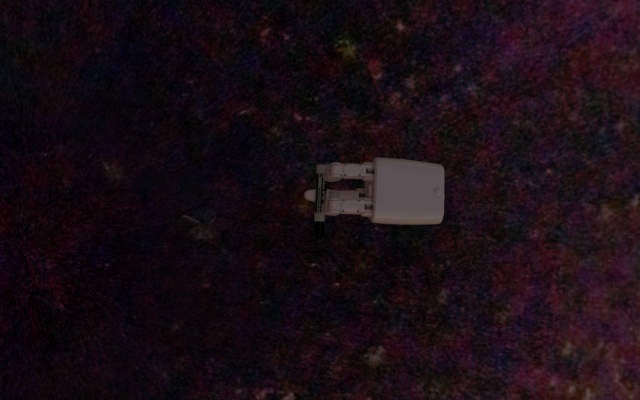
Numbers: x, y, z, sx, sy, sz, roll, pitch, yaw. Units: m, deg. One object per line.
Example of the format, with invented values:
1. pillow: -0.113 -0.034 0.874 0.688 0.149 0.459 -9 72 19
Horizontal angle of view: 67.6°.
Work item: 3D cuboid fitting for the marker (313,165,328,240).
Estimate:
1. marker: 0.000 0.003 0.773 0.020 0.121 0.020 3 -8 0
